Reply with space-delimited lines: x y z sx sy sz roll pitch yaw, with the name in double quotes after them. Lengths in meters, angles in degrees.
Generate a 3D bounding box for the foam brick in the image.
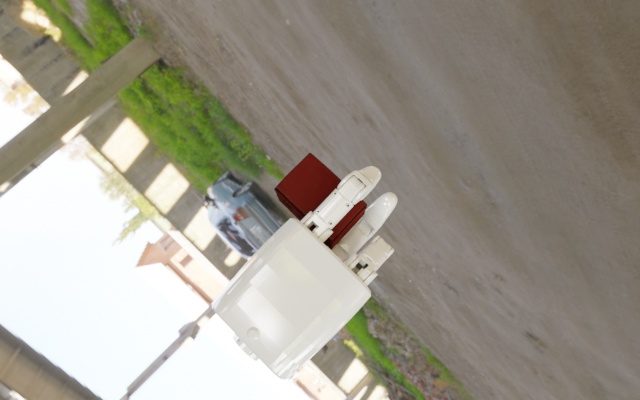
0.000 0.001 0.471 0.078 0.051 0.053 43 -8 9 "foam brick"
